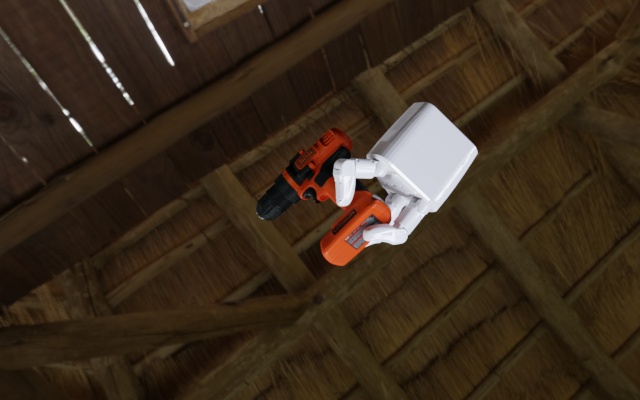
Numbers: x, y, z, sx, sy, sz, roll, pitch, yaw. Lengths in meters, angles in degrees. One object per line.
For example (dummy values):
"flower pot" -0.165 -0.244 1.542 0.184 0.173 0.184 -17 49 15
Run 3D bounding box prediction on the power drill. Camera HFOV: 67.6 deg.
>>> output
"power drill" 0.001 0.002 0.682 0.057 0.184 0.187 35 14 -47
